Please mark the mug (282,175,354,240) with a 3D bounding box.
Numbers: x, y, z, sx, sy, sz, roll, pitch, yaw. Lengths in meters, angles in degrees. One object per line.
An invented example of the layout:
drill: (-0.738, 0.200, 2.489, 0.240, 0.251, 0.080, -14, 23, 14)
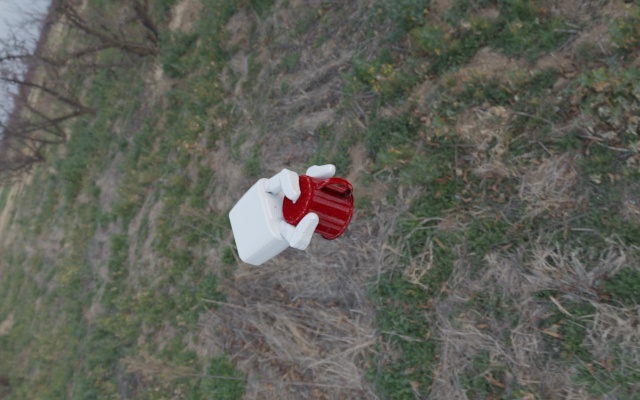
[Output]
mug: (0.001, 0.002, 0.746, 0.081, 0.093, 0.117, 19, -42, -33)
